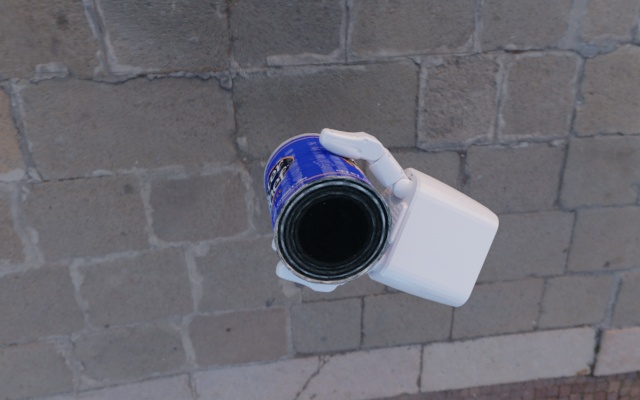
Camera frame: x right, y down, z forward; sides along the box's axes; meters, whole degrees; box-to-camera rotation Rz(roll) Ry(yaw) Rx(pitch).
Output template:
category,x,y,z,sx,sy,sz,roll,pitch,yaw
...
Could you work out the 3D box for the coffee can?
category,x,y,z,sx,sy,sz,roll,pitch,yaw
coffee can,0.000,0.001,0.466,0.103,0.103,0.140,0,22,-10
